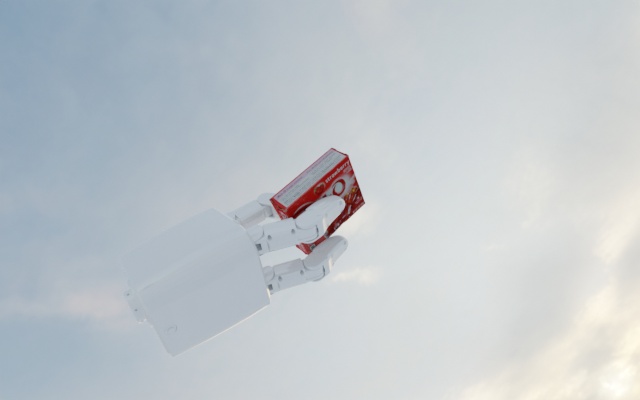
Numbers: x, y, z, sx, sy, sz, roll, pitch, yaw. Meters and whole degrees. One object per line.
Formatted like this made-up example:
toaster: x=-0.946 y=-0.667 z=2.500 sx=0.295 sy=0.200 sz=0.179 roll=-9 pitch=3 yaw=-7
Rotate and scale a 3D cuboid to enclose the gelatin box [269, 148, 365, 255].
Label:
gelatin box: x=0.000 y=0.001 z=0.493 sx=0.089 sy=0.073 sz=0.030 roll=-42 pitch=46 yaw=-18
